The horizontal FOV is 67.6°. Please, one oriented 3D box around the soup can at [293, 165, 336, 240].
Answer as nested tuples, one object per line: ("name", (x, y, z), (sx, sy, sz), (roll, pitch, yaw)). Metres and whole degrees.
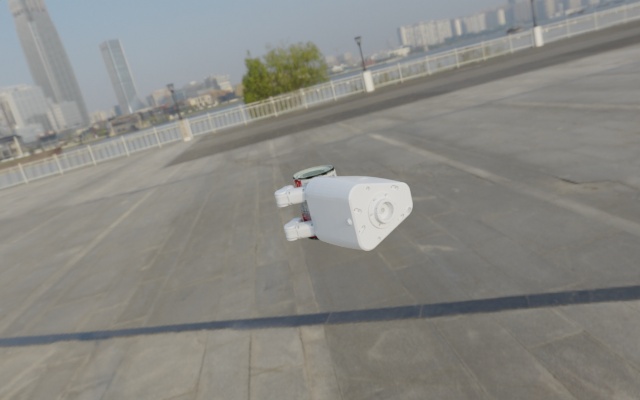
("soup can", (0.000, 0.002, 0.750), (0.068, 0.102, 0.068), (-13, 15, 4))
